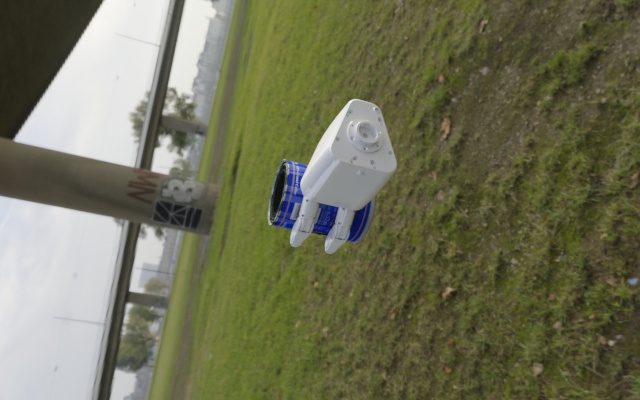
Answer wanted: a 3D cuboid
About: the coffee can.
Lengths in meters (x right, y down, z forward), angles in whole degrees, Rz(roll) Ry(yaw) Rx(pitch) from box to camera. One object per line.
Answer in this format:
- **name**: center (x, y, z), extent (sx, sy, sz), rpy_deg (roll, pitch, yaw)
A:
- **coffee can**: center (0.000, 0.002, 0.735), extent (0.140, 0.103, 0.103), rpy_deg (13, -3, -15)
